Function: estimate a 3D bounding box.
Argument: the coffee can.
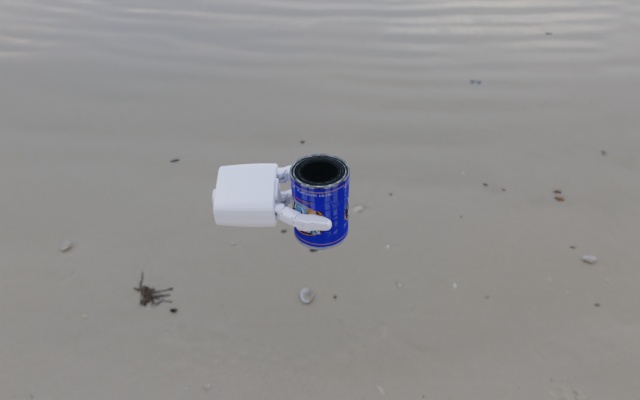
[{"bbox_3d":[0.000,0.003,0.850,0.103,0.140,0.102,-1,38,1],"label":"coffee can"}]
